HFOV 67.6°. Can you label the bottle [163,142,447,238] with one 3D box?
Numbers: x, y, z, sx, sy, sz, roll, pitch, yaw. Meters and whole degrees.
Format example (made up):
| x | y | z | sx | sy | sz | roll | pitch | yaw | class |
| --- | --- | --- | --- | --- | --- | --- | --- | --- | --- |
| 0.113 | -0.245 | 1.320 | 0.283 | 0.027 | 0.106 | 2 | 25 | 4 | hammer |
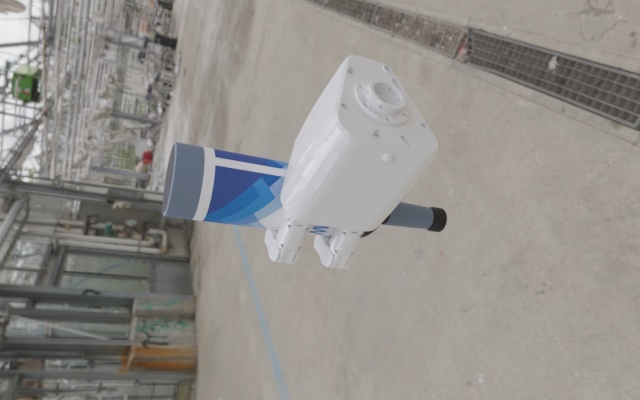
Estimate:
| x | y | z | sx | sy | sz | roll | pitch | yaw | class |
| --- | --- | --- | --- | --- | --- | --- | --- | --- | --- |
| 0.000 | 0.002 | 0.479 | 0.296 | 0.069 | 0.069 | 9 | -4 | -23 | bottle |
